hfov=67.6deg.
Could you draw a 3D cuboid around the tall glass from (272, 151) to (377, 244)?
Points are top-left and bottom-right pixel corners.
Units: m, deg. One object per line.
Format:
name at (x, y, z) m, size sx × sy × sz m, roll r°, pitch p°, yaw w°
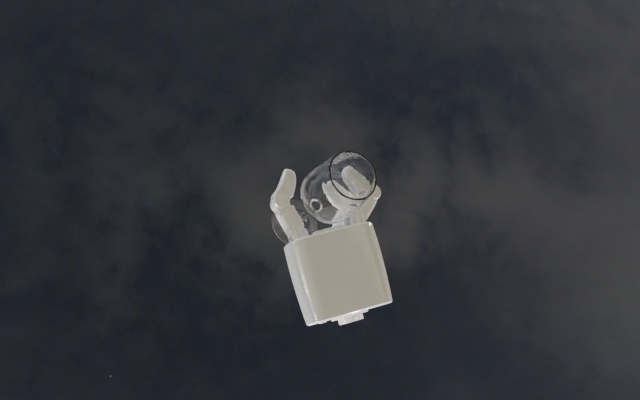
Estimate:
tall glass at (0.000, 0.002, 0.635) m, size 0.079 × 0.079 × 0.201 m, roll 0°, pitch -19°, yaw -24°
